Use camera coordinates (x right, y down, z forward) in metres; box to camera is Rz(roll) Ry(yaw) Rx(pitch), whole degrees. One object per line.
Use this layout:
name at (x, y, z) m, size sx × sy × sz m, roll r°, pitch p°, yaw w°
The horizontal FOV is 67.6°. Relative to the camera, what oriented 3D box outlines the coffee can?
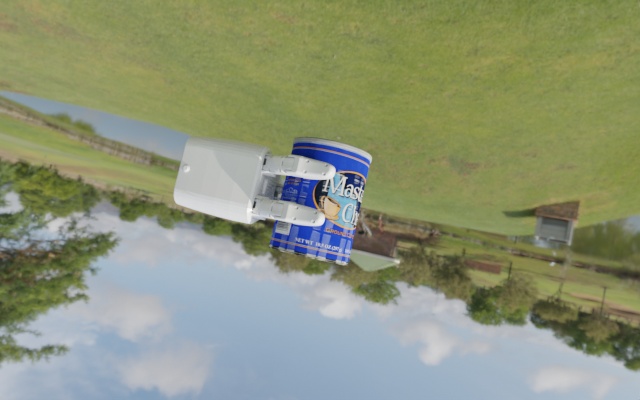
coffee can at (0.000, 0.002, 0.603) m, size 0.103 × 0.140 × 0.103 m, roll 13°, pitch -5°, yaw 1°
